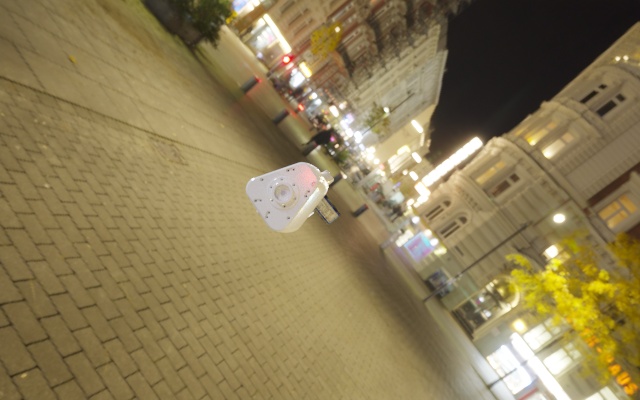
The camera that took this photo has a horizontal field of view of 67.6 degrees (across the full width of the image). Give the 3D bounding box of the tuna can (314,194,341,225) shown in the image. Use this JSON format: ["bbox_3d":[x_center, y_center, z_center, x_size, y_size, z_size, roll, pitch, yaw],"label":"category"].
[{"bbox_3d":[0.001,0.003,0.892,0.034,0.086,0.086,-38,-1,1],"label":"tuna can"}]
